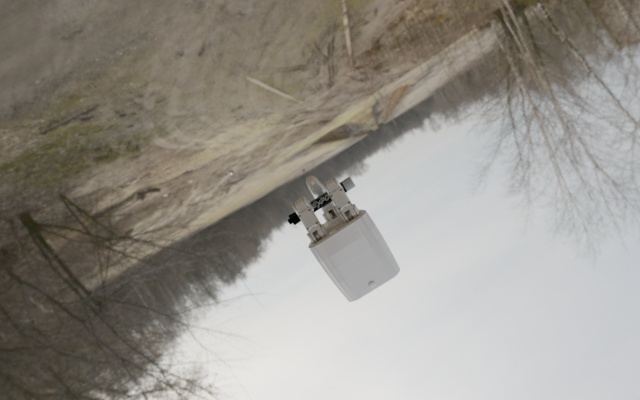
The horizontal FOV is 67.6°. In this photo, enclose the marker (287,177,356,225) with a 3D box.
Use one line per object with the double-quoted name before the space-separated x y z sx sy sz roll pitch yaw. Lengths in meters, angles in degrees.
"marker" 0.000 0.002 0.755 0.121 0.020 0.020 -33 -4 6
